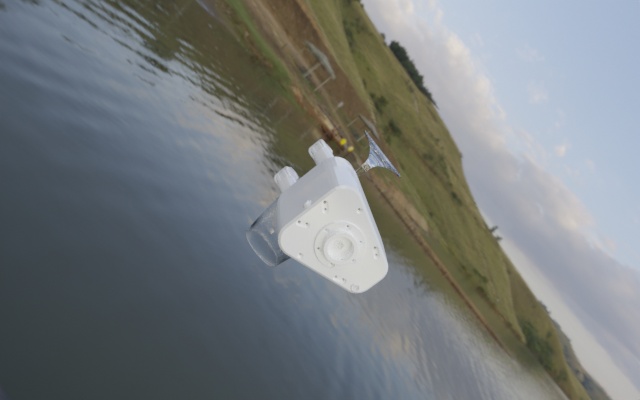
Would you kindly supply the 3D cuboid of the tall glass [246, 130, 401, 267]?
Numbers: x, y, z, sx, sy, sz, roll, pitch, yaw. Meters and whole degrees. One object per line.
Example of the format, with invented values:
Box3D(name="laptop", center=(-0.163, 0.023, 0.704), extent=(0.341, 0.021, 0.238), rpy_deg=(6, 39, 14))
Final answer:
Box3D(name="tall glass", center=(0.001, 0.002, 0.611), extent=(0.201, 0.079, 0.079), rpy_deg=(-38, -7, 9))
